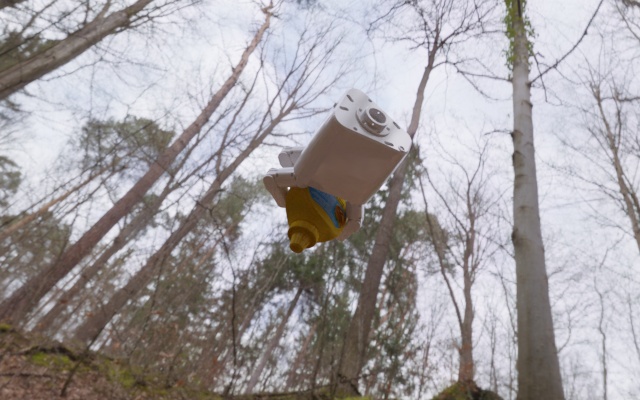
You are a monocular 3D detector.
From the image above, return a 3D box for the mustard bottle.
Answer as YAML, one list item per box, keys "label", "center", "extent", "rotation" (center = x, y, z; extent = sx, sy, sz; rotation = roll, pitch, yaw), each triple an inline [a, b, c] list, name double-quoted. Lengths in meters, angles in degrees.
- label: "mustard bottle"
  center: [0.000, 0.002, 0.672]
  extent: [0.058, 0.096, 0.191]
  rotation: [-21, 27, 36]
